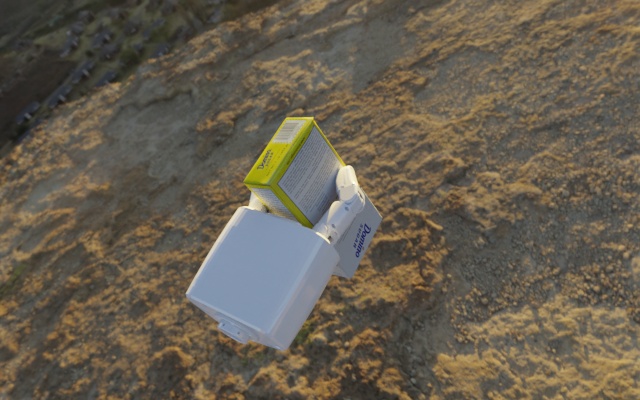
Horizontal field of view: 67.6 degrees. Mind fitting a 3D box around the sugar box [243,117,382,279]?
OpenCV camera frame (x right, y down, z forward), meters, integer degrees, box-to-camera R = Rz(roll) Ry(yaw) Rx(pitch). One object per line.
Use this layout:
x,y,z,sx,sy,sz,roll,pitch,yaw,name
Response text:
0.000,0.002,0.531,0.048,0.093,0.176,9,-33,39,sugar box
